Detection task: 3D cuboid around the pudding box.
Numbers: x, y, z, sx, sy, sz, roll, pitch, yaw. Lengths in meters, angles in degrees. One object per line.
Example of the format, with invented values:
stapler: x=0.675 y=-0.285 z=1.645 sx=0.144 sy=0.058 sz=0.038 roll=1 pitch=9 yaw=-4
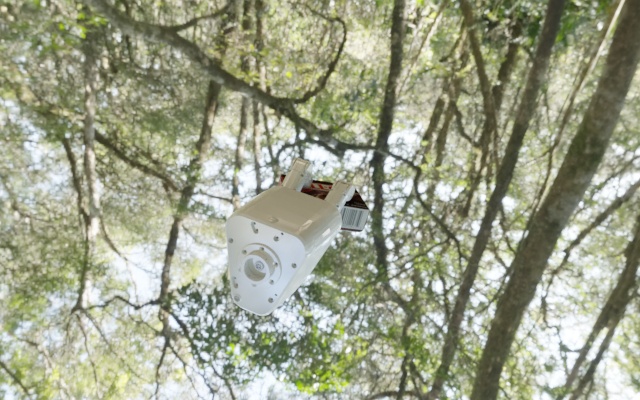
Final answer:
pudding box: x=0.000 y=0.002 z=0.644 sx=0.113 sy=0.039 sz=0.090 roll=11 pitch=20 yaw=-13
